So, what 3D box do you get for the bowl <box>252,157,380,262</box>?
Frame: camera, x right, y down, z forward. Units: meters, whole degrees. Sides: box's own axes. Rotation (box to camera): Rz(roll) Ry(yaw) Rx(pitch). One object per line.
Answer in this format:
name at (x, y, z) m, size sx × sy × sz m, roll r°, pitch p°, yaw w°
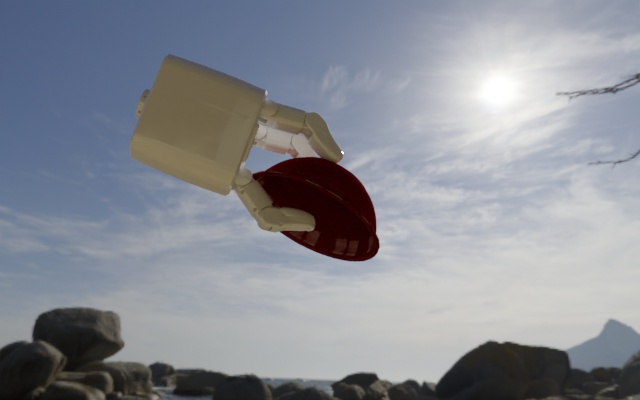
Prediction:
bowl at (0.001, 0.002, 0.530) m, size 0.162 × 0.055 × 0.162 m, roll 23°, pitch -27°, yaw 13°
